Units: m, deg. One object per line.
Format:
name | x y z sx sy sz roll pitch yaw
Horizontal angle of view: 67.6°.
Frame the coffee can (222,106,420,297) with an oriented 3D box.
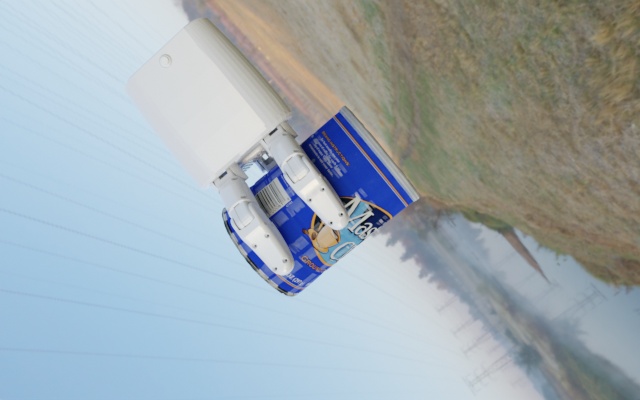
coffee can | 0.000 0.001 0.421 0.140 0.103 0.103 -39 -6 7
